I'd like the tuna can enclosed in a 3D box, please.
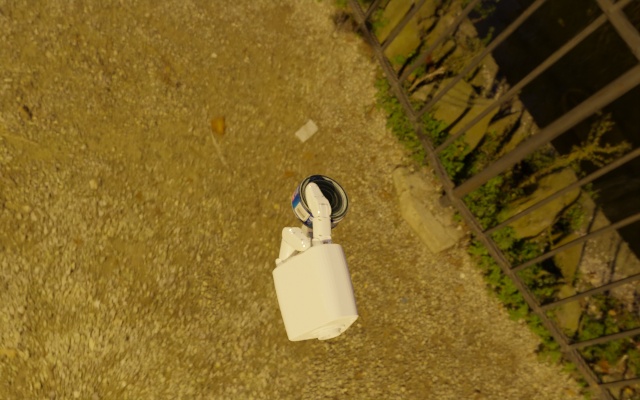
[{"bbox_3d":[0.000,0.002,0.738,0.086,0.086,0.034,0,-32,-28],"label":"tuna can"}]
